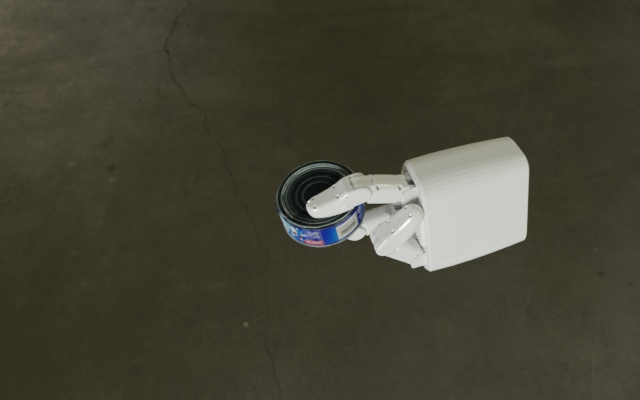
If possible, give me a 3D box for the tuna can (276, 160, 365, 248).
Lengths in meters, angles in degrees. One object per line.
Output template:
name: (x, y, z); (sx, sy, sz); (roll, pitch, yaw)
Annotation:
tuna can: (0.000, 0.001, 0.473); (0.086, 0.086, 0.034); (0, -36, 12)
